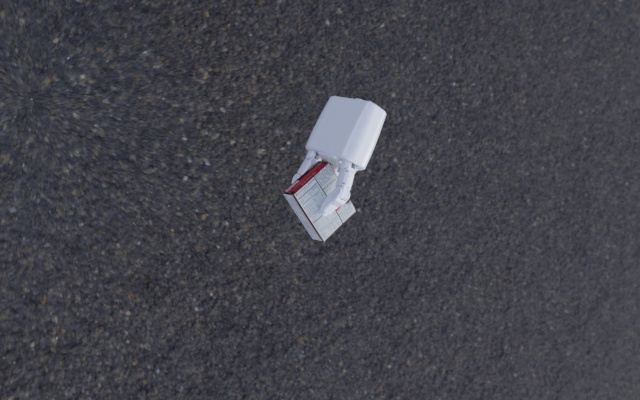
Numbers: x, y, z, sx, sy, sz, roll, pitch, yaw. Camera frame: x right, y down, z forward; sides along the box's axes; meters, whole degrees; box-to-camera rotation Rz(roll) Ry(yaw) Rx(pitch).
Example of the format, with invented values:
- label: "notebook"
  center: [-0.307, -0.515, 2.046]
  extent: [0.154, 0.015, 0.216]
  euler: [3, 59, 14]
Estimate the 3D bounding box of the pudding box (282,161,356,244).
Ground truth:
- label: "pudding box"
  center: [0.000, 0.003, 0.817]
  extent: [0.090, 0.113, 0.039]
  euler: [-42, 26, -21]
